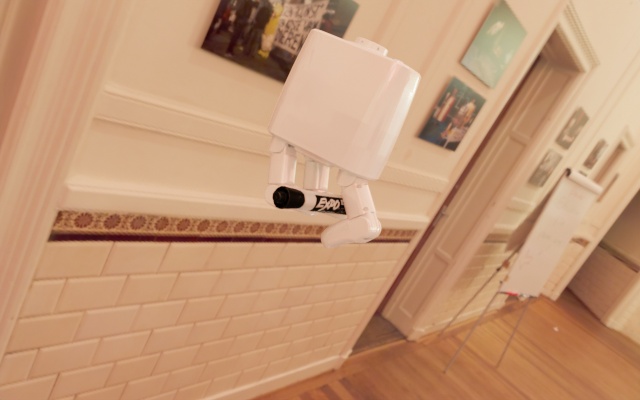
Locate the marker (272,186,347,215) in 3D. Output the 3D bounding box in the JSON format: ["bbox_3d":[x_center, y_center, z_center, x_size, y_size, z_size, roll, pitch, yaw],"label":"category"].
[{"bbox_3d":[0.000,0.001,0.427,0.020,0.020,0.121,0,-4,36],"label":"marker"}]
